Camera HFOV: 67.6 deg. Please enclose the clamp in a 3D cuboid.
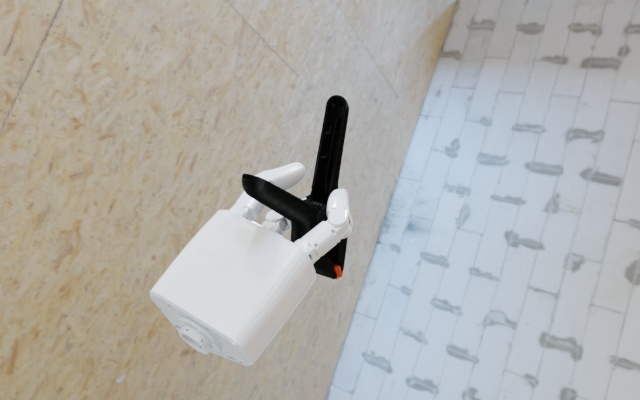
[{"bbox_3d":[0.001,0.002,0.524,0.036,0.210,0.164,15,52,32],"label":"clamp"}]
